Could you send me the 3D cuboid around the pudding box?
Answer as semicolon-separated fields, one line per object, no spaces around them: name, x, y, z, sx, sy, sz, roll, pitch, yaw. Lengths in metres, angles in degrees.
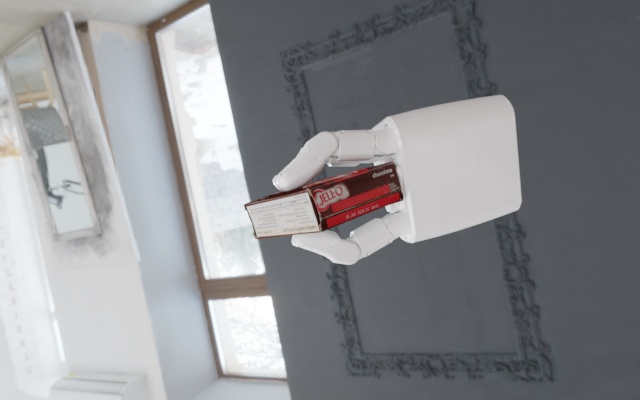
pudding box;0.000;0.001;0.409;0.090;0.039;0.113;-18;2;-35
